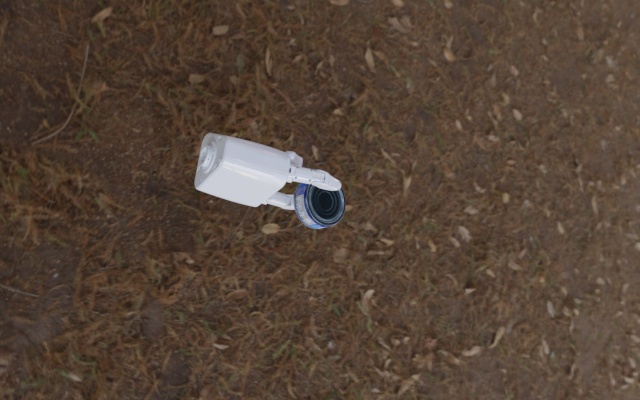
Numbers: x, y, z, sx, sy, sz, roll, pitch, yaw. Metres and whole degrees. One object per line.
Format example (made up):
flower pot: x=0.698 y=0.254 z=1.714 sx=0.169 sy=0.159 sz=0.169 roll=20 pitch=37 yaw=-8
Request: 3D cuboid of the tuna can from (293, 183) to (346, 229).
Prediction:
tuna can: x=0.001 y=0.002 z=0.780 sx=0.086 sy=0.086 sz=0.034 roll=0 pitch=-8 yaw=-39
